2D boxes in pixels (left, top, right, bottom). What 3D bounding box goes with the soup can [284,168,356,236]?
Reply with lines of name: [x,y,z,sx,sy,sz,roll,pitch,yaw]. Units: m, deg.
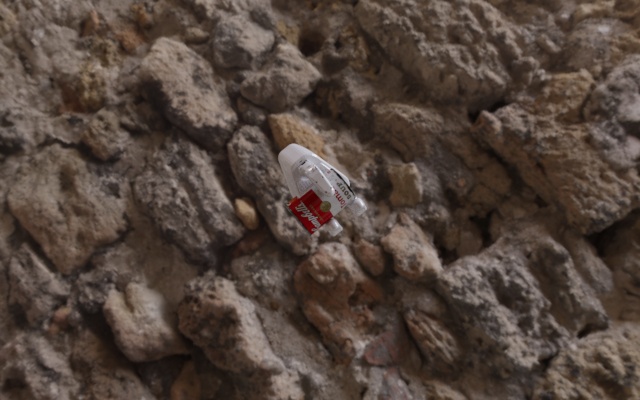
soup can: [0.000,0.002,0.800,0.102,0.068,0.068,-39,3,-4]
